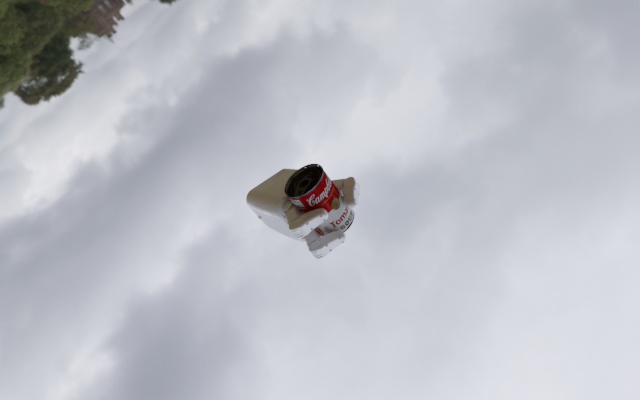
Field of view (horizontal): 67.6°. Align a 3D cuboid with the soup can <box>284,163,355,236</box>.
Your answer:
[{"bbox_3d":[0.001,0.003,0.736,0.068,0.068,0.102,0,-40,41],"label":"soup can"}]
